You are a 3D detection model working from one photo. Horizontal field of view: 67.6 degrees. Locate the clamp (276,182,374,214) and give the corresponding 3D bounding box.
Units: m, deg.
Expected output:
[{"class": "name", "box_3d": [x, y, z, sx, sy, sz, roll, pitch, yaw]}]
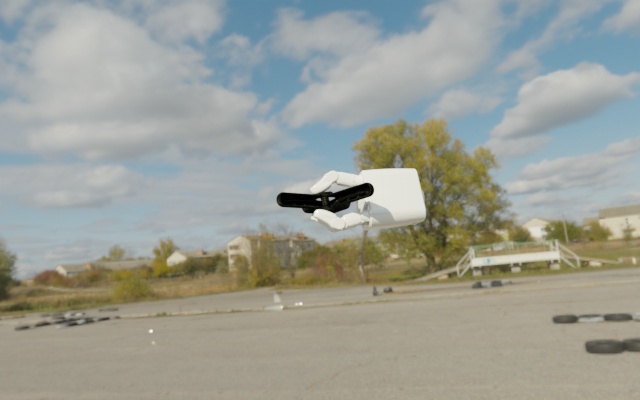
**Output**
[{"class": "clamp", "box_3d": [0.000, 0.002, 0.885, 0.164, 0.036, 0.210, -5, -8, -6]}]
